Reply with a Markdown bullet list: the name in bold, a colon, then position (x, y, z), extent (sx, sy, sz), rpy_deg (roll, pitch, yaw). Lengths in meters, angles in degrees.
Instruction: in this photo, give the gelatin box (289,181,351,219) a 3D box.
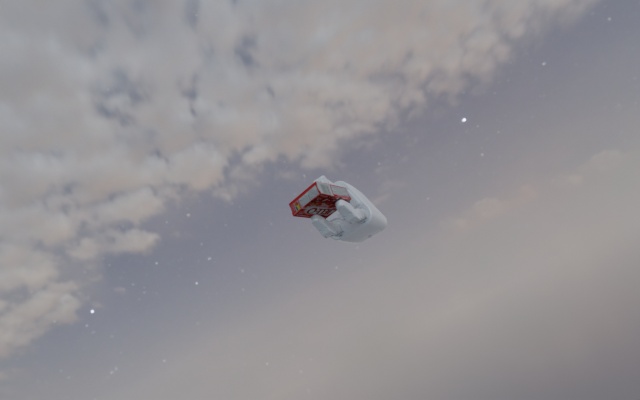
- **gelatin box**: position (0.000, 0.002, 0.853), extent (0.073, 0.030, 0.089), rpy_deg (-38, -29, 30)
